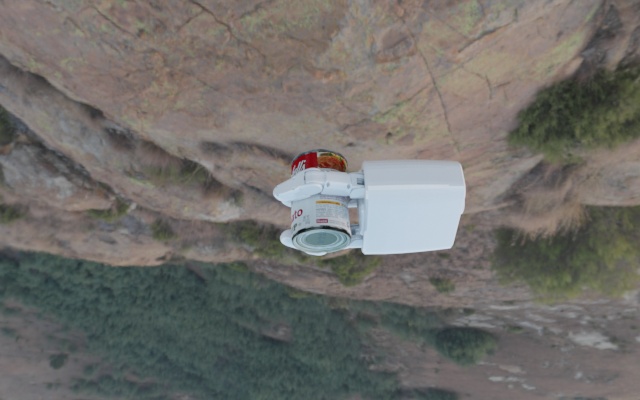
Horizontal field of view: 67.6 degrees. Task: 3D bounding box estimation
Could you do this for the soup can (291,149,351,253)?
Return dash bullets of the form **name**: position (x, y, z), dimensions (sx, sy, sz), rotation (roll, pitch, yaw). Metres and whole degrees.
- **soup can**: position (0.000, 0.002, 0.548), dimensions (0.068, 0.102, 0.068), rotation (-1, -29, -1)
